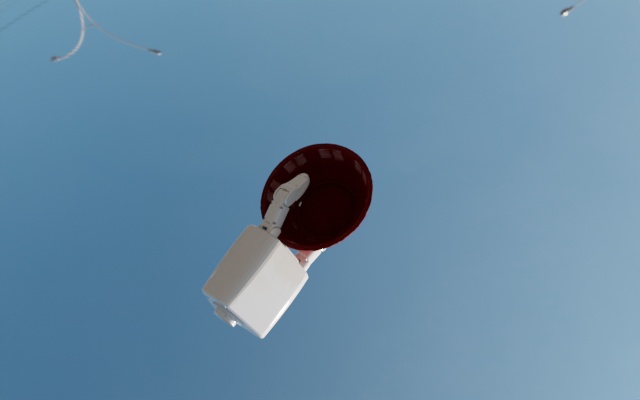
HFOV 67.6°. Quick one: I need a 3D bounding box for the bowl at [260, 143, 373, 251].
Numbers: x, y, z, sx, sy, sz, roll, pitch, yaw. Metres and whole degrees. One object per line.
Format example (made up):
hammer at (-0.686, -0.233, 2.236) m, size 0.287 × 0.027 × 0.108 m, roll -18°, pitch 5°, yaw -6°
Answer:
bowl at (0.001, 0.001, 0.670) m, size 0.162 × 0.162 × 0.055 m, roll 0°, pitch -24°, yaw 21°
